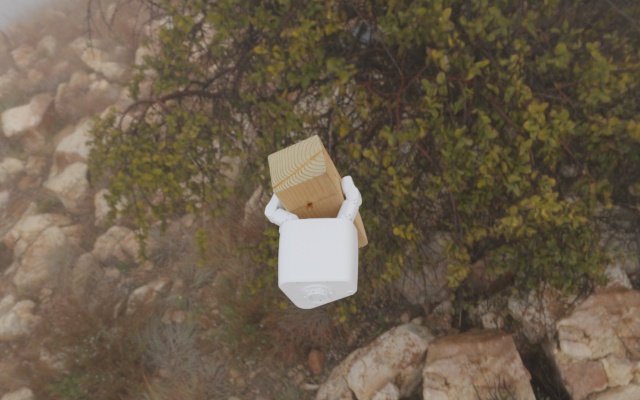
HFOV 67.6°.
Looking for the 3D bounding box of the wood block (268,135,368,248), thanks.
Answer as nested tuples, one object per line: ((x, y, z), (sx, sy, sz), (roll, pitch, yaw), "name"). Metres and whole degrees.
((0.000, 0.003, 0.812), (0.091, 0.090, 0.206), (-22, -43, 10), "wood block")
